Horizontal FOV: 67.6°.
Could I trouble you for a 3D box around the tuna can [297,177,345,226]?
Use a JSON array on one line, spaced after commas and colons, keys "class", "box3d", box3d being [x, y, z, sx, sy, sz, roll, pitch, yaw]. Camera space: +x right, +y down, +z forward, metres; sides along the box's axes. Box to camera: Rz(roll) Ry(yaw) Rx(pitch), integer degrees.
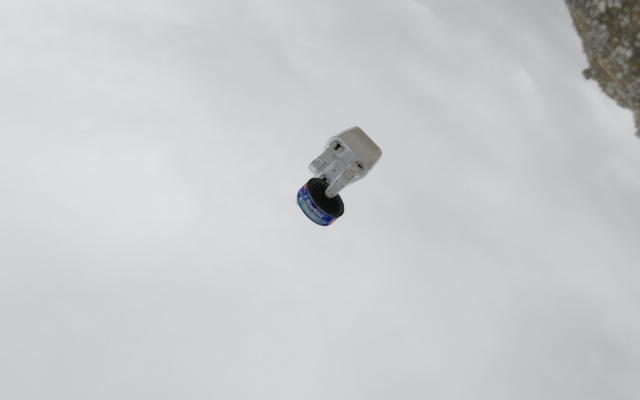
[{"class": "tuna can", "box3d": [0.000, 0.003, 0.842, 0.034, 0.086, 0.086, -42, -24, 30]}]
